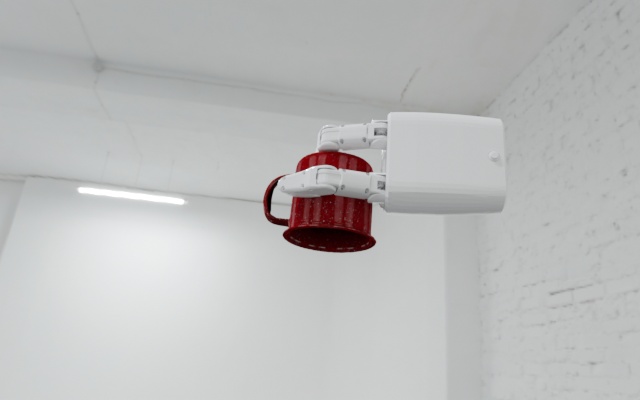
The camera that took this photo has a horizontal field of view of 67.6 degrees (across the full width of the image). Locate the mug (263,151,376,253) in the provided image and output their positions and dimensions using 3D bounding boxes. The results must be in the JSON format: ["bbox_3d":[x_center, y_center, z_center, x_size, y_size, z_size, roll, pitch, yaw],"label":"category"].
[{"bbox_3d":[-0.001,0.001,0.488,0.117,0.081,0.093,3,-20,5],"label":"mug"}]
